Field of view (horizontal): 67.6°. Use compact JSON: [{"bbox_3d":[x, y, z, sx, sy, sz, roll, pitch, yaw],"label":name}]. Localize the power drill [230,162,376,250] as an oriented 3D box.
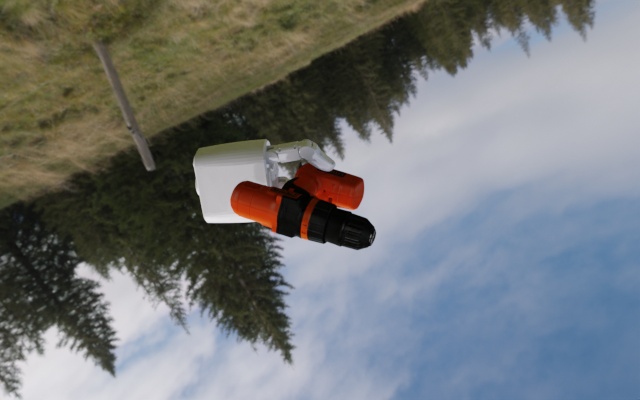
[{"bbox_3d":[0.000,0.002,0.635,0.184,0.057,0.187,18,17,15],"label":"power drill"}]
